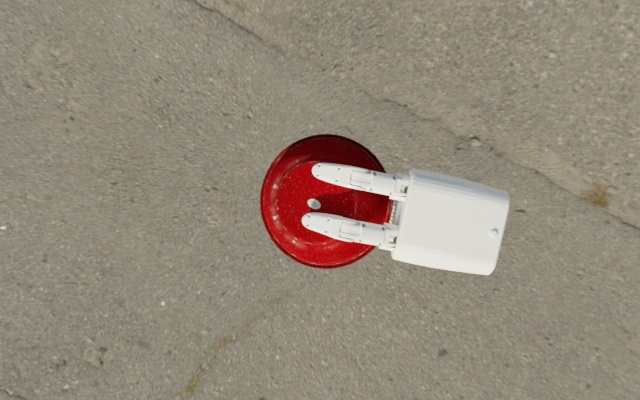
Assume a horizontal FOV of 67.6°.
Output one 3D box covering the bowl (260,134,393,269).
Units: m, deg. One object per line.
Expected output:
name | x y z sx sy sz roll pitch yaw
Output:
bowl | -0.001 0.002 0.546 0.162 0.162 0.055 0 1 11
